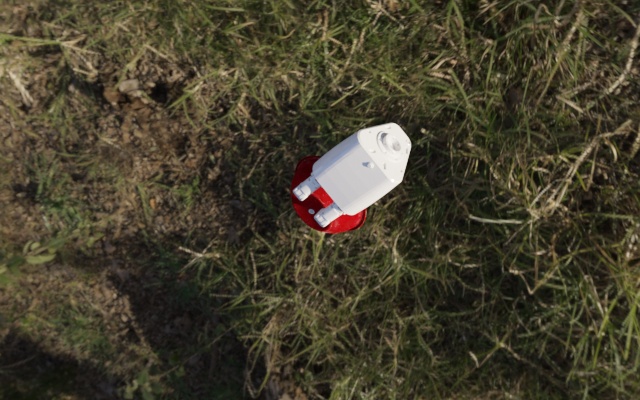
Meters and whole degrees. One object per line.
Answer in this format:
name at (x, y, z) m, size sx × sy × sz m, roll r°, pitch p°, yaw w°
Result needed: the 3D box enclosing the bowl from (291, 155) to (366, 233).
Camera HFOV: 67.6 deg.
bowl at (-0.001, 0.004, 0.847) m, size 0.162 × 0.162 × 0.055 m, roll 0°, pitch 34°, yaw 49°
